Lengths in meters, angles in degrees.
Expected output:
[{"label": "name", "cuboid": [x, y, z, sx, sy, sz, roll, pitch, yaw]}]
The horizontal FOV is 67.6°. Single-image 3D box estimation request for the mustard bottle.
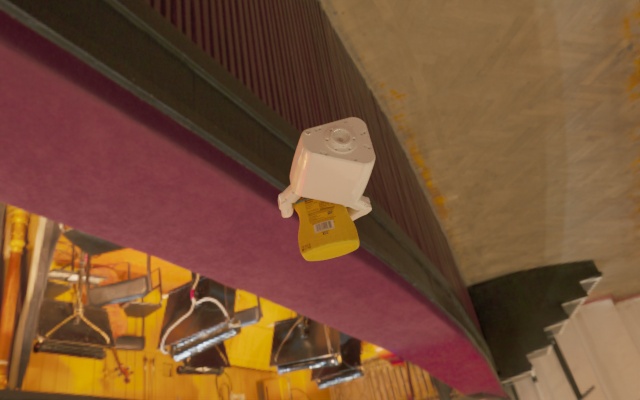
[{"label": "mustard bottle", "cuboid": [0.000, 0.003, 0.813, 0.096, 0.191, 0.058, -16, -31, 6]}]
